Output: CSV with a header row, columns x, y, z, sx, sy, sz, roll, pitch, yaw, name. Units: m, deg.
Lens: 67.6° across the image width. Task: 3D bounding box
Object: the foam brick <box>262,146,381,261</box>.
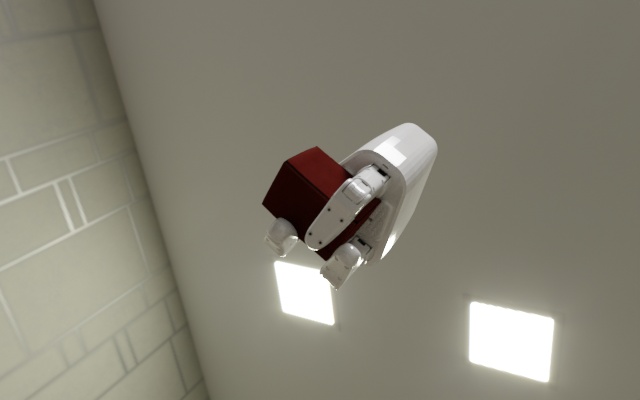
x,y,z,sx,sy,sz,roll,pitch,yaw,name
0.000,0.001,0.409,0.051,0.078,0.053,-38,-13,-52,foam brick
